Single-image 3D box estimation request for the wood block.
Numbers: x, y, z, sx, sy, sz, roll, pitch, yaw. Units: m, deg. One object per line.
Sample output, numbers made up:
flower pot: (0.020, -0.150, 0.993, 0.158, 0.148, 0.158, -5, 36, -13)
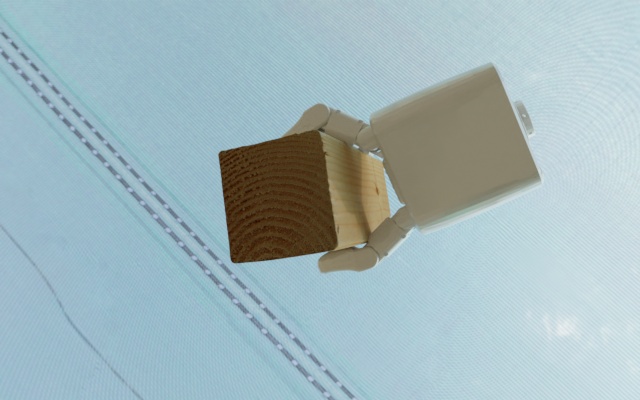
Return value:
wood block: (0.001, 0.002, 0.451, 0.090, 0.091, 0.206, -10, -5, 19)
